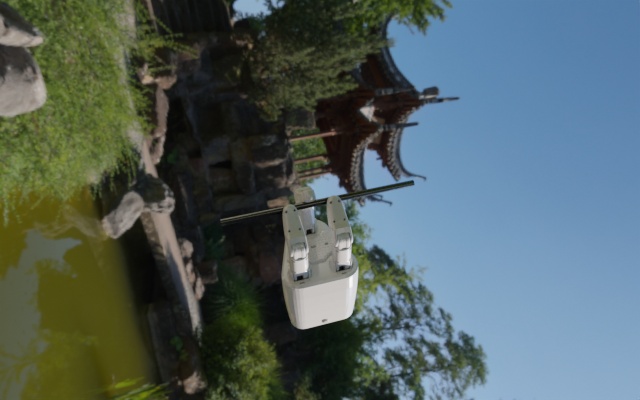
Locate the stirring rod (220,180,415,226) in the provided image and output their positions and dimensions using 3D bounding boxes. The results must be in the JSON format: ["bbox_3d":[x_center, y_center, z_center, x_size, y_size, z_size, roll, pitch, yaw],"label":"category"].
[{"bbox_3d":[0.000,0.002,0.577,0.239,0.011,0.011,-12,2,-10],"label":"stirring rod"}]
